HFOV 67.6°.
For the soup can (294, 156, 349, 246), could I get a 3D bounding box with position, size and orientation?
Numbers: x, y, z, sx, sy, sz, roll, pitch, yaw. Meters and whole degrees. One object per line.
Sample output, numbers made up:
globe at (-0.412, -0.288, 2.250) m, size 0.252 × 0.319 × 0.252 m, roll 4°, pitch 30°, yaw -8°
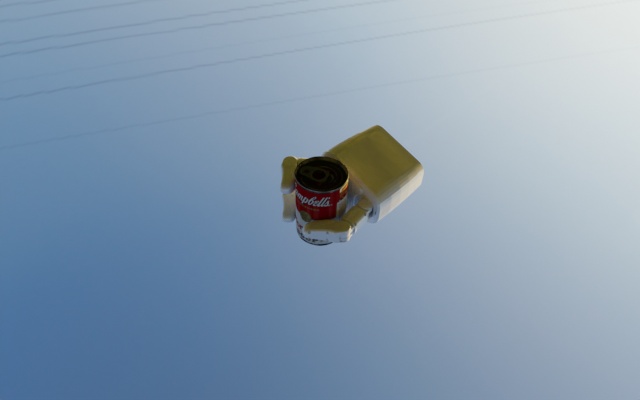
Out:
soup can at (0.000, 0.003, 0.628) m, size 0.068 × 0.102 × 0.068 m, roll 1°, pitch 44°, yaw -1°
